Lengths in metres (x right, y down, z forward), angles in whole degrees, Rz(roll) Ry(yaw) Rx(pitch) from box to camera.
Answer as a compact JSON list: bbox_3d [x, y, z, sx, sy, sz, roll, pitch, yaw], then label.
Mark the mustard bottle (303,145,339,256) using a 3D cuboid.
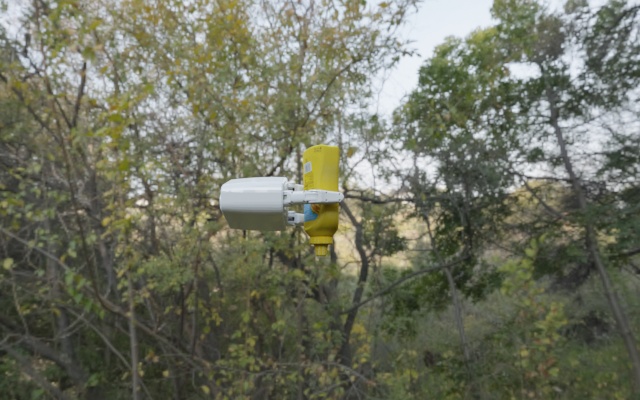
[{"bbox_3d":[0.000,0.003,0.853,0.058,0.191,0.096,3,-8,-24],"label":"mustard bottle"}]
